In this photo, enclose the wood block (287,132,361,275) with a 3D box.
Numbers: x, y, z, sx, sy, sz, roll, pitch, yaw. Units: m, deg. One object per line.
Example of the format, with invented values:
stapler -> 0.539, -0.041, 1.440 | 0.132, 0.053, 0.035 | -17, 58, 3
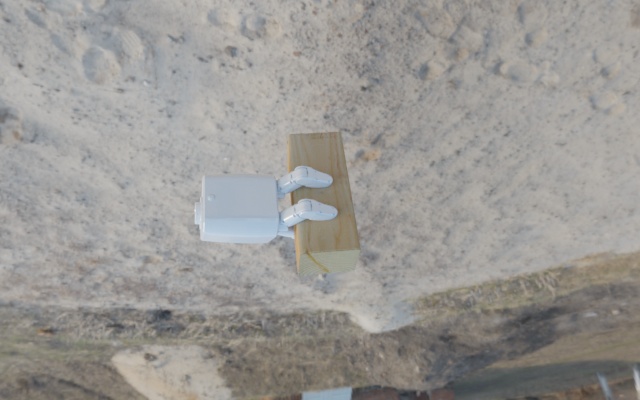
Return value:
wood block -> 0.000, 0.003, 0.753 | 0.090, 0.206, 0.091 | -4, -28, -6
